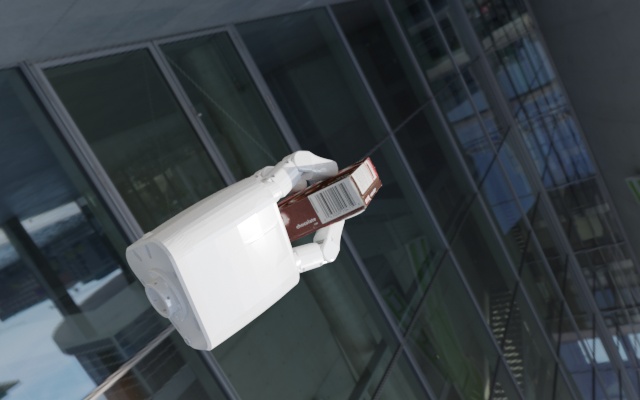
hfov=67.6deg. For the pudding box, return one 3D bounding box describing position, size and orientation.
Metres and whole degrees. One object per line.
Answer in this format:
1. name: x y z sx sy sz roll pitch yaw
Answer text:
1. pudding box: 0.000 0.002 0.489 0.113 0.039 0.090 -23 9 22
